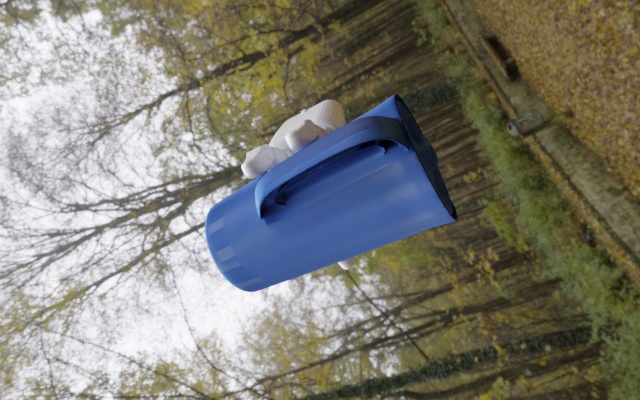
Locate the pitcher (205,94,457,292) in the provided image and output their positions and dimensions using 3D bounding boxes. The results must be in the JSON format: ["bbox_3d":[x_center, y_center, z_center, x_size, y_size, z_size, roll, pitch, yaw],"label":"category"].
[{"bbox_3d":[0.000,0.002,0.484,0.243,0.149,0.145,-26,22,19],"label":"pitcher"}]
